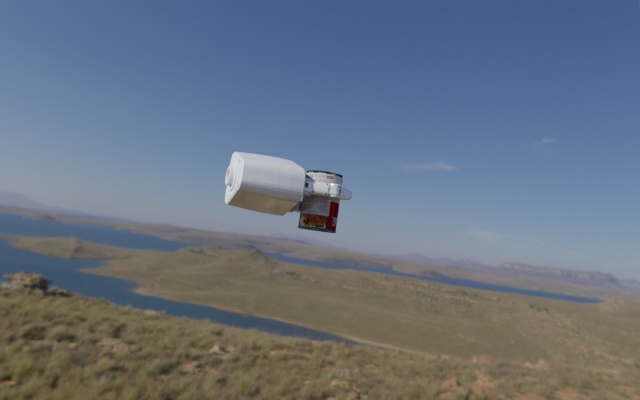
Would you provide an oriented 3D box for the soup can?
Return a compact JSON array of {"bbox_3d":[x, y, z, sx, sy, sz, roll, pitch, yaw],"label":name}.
[{"bbox_3d":[0.001,0.003,0.840,0.068,0.102,0.068,8,-5,1],"label":"soup can"}]
